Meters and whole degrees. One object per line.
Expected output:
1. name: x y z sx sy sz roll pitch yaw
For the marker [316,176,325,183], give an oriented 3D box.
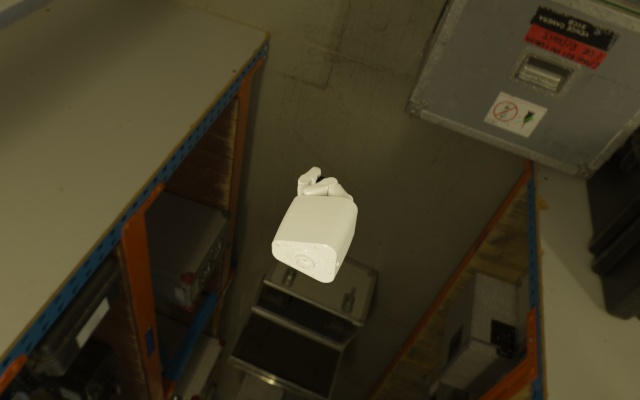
1. marker: 0.000 0.003 0.890 0.020 0.121 0.020 2 44 -2
